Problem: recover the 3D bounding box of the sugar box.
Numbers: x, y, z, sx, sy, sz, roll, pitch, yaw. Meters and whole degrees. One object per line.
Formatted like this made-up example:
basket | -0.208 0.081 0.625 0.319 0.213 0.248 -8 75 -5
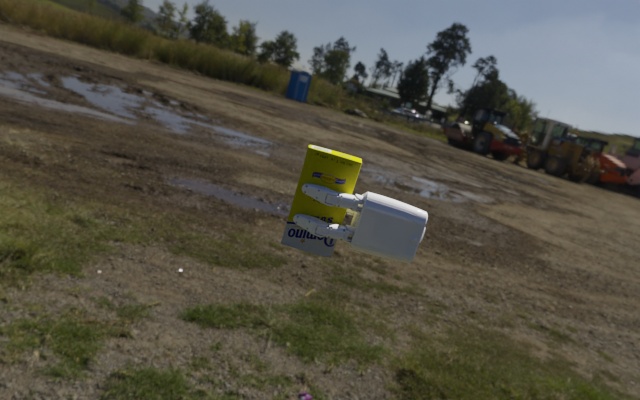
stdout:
sugar box | 0.000 0.003 0.805 0.093 0.176 0.048 16 14 0
